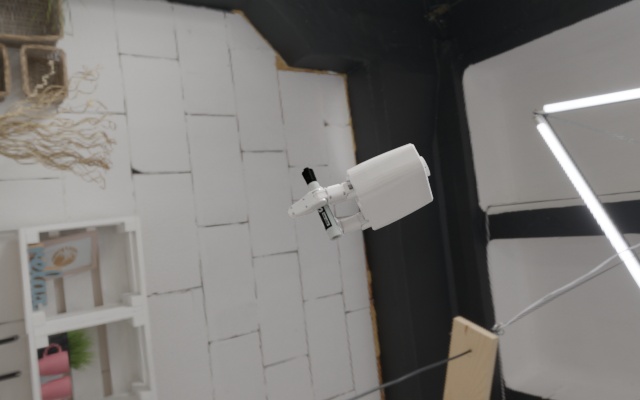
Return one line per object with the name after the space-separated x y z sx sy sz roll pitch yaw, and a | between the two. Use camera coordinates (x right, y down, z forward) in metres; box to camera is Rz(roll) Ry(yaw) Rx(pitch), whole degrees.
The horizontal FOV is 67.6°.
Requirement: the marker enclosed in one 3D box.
0.000 0.002 0.704 0.020 0.121 0.020 -19 -24 -9 | marker
